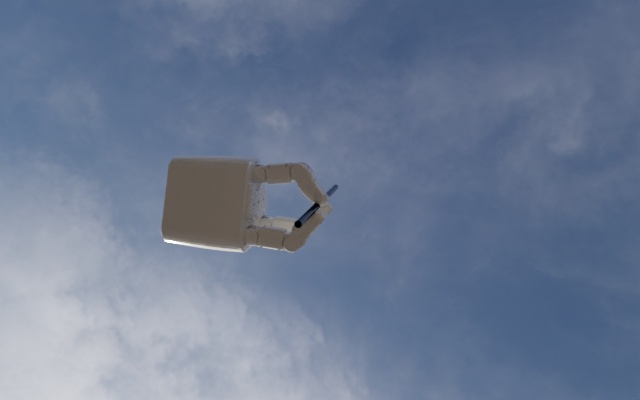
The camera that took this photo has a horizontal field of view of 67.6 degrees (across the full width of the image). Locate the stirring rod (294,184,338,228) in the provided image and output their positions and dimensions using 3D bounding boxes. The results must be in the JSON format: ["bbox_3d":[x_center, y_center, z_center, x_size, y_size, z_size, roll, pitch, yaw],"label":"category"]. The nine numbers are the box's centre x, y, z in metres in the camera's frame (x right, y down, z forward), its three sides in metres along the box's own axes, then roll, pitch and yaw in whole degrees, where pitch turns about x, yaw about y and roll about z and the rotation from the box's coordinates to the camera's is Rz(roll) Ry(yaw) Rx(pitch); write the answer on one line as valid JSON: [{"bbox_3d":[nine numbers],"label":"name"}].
[{"bbox_3d":[0.000,0.002,0.593,0.011,0.011,0.239,0,10,11],"label":"stirring rod"}]
